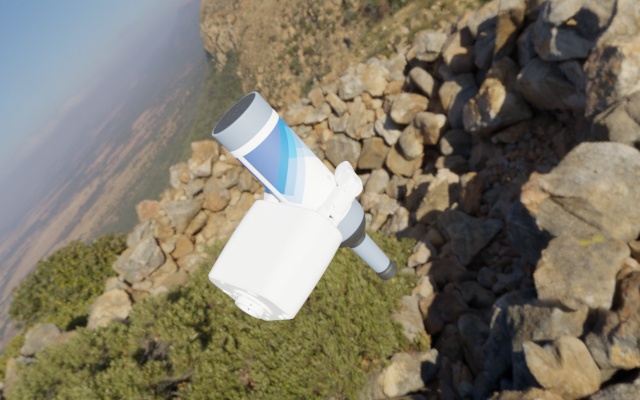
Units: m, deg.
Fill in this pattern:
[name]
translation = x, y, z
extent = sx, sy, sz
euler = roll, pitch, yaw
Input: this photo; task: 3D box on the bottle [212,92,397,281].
[bottle]
translation = 0.000, 0.002, 0.573
extent = 0.296, 0.069, 0.069
euler = 46, -25, -27
